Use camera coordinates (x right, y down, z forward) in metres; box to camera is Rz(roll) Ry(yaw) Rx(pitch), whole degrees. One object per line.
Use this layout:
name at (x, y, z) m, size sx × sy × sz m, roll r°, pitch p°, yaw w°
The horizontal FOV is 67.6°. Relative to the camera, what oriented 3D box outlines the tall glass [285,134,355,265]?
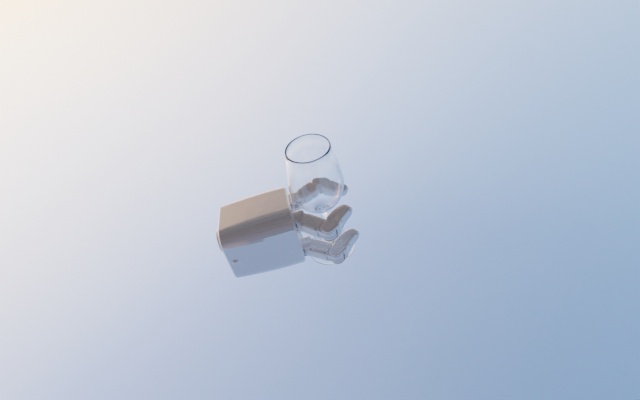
tall glass at (0.000, 0.003, 0.690) m, size 0.079 × 0.201 × 0.079 m, roll -7°, pitch 43°, yaw 7°
